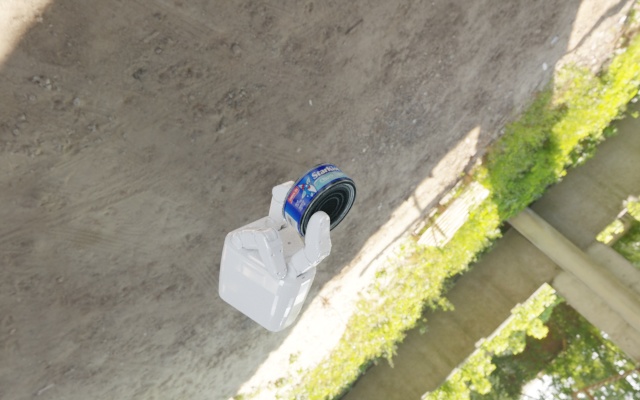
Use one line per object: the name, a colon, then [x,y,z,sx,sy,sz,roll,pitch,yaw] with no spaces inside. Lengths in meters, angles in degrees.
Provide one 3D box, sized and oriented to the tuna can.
tuna can: [0.000,0.002,0.542,0.033,0.086,0.086,42,24,30]
